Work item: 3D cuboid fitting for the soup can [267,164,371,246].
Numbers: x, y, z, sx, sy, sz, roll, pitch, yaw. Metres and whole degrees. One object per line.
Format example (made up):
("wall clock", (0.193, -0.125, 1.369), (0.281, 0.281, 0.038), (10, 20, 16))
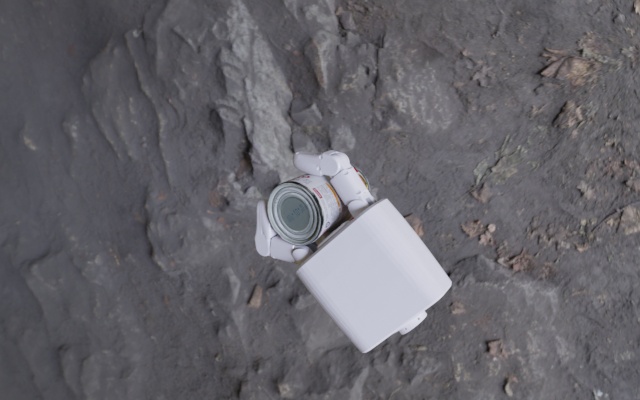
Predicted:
("soup can", (0.000, 0.001, 0.506), (0.068, 0.068, 0.102), (0, 15, 34))
